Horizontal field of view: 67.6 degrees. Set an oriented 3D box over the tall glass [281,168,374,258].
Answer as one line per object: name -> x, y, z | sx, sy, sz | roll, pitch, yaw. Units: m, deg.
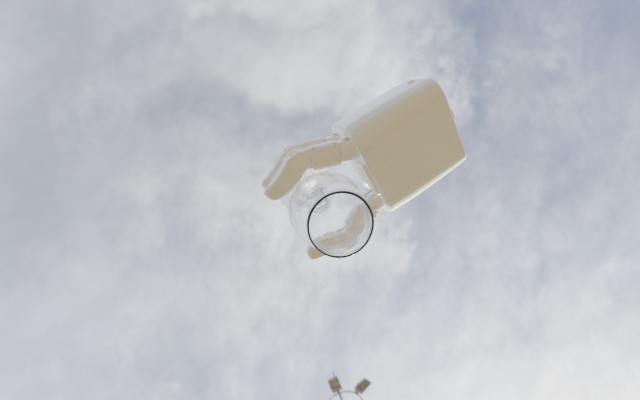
tall glass -> 0.000, 0.002, 0.520 | 0.079, 0.079, 0.201 | 0, 12, -11
